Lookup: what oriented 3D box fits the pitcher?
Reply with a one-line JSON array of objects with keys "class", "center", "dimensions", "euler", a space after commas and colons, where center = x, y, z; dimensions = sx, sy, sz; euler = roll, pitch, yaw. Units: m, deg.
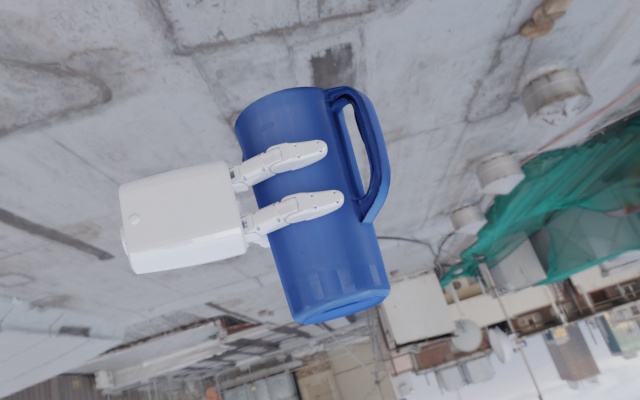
[{"class": "pitcher", "center": [0.000, 0.002, 0.529], "dimensions": [0.145, 0.242, 0.149], "euler": [-13, -20, -12]}]
